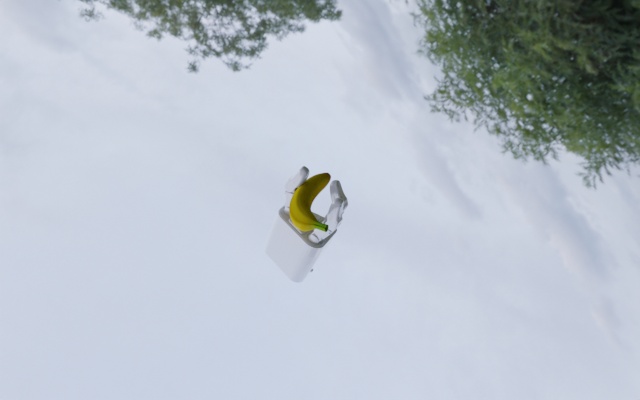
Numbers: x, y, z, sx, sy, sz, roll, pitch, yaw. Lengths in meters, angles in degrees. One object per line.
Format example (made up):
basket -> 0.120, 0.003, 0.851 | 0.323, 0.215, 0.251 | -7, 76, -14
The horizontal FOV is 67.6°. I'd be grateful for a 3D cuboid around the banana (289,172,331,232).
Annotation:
banana -> -0.019, 0.002, 0.842 | 0.069, 0.037, 0.197 | 7, 31, -2
